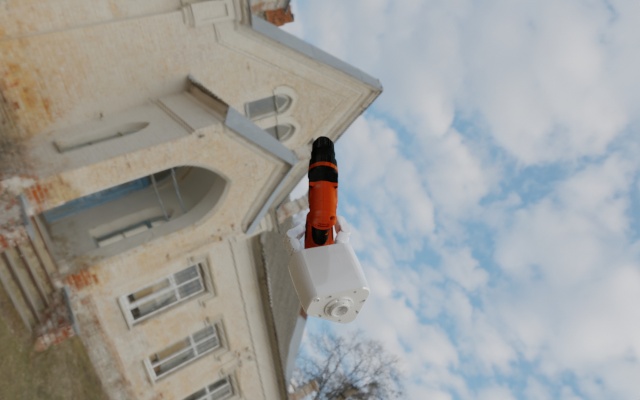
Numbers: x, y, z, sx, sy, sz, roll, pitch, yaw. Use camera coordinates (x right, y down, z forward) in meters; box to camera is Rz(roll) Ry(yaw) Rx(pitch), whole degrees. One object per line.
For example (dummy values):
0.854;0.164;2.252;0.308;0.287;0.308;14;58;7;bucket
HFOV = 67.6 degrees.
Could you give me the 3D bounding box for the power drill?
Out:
0.000;0.003;0.865;0.057;0.184;0.188;2;-35;0;power drill
